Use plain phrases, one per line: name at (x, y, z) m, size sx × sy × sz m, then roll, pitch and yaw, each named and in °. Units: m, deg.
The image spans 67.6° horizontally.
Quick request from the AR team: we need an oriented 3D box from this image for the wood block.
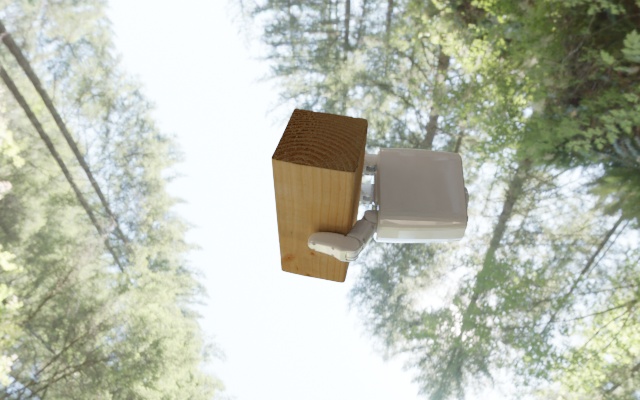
wood block at (0.000, 0.002, 0.586) m, size 0.090 × 0.090 × 0.206 m, roll 10°, pitch -42°, yaw 8°
